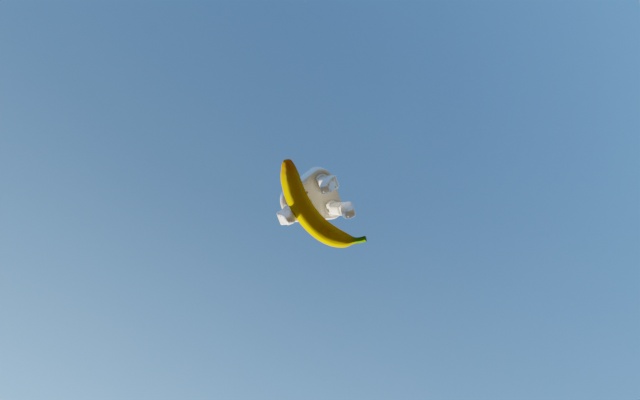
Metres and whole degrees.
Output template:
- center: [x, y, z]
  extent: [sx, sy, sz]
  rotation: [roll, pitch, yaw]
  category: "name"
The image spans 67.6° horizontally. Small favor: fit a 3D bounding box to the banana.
- center: [-0.011, 0.018, 0.821]
  extent: [0.069, 0.198, 0.037]
  rotation: [-43, 10, 10]
  category: "banana"
